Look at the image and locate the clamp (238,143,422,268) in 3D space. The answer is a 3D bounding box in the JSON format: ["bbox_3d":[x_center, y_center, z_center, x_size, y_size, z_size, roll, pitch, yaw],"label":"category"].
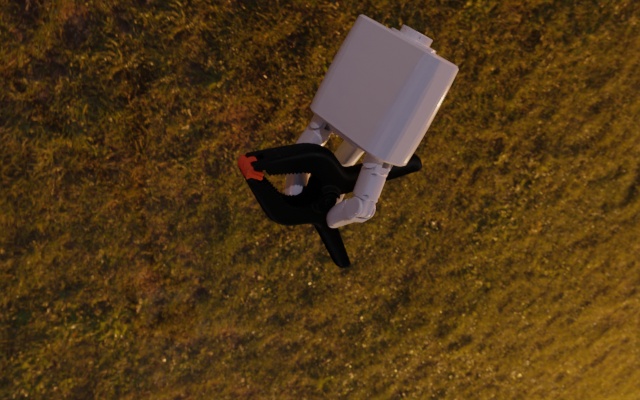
[{"bbox_3d":[0.000,0.002,0.517,0.210,0.165,0.036,11,26,-37],"label":"clamp"}]
